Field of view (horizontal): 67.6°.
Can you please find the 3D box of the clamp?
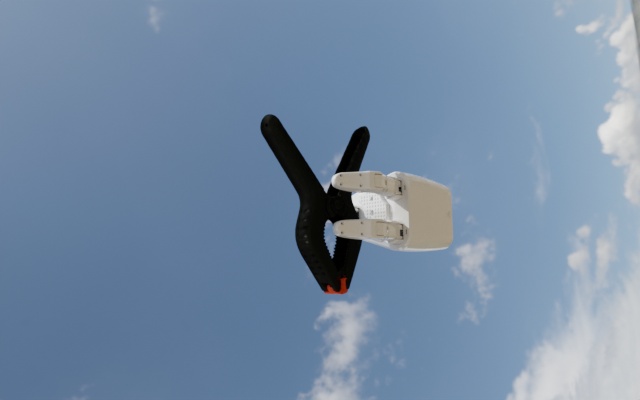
[{"bbox_3d":[0.000,0.002,0.549,0.164,0.210,0.036,7,-11,-41],"label":"clamp"}]
